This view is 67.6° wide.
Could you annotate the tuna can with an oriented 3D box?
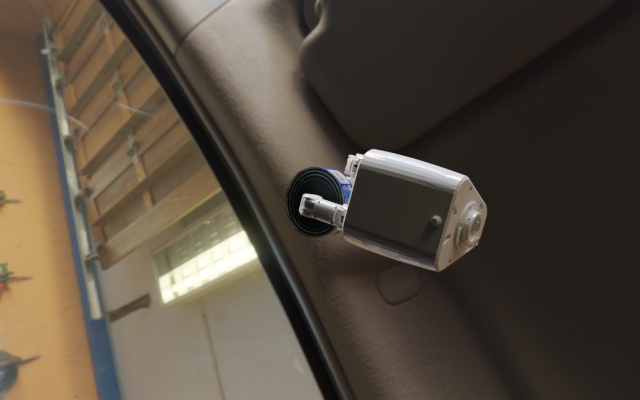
[{"bbox_3d":[0.000,0.002,0.588,0.086,0.086,0.034,0,0,34],"label":"tuna can"}]
